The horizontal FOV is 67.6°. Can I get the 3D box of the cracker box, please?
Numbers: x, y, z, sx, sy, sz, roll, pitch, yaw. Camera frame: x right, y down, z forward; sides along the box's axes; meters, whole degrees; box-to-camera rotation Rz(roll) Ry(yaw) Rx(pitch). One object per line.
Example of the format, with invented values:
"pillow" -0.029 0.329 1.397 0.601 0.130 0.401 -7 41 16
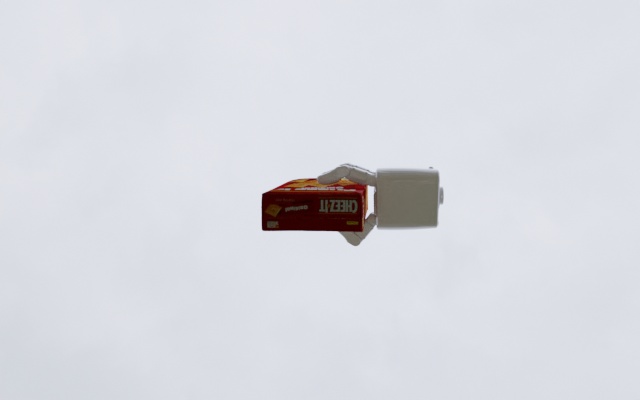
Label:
"cracker box" 0.000 0.003 0.852 0.164 0.072 0.213 0 7 8
